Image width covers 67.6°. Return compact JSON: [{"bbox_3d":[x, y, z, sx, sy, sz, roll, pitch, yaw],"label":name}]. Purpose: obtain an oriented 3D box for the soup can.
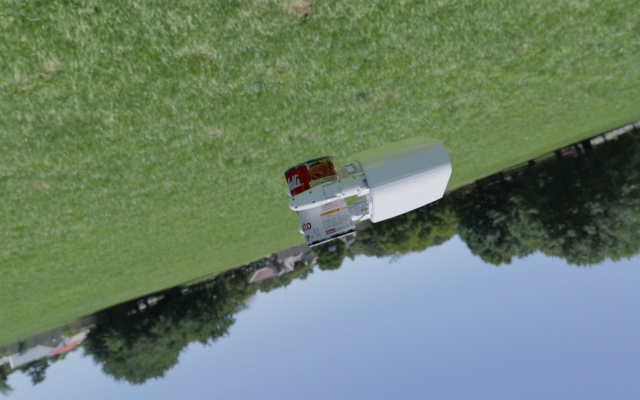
[{"bbox_3d":[0.000,0.002,0.619,0.068,0.102,0.068,-18,-5,-2],"label":"soup can"}]
